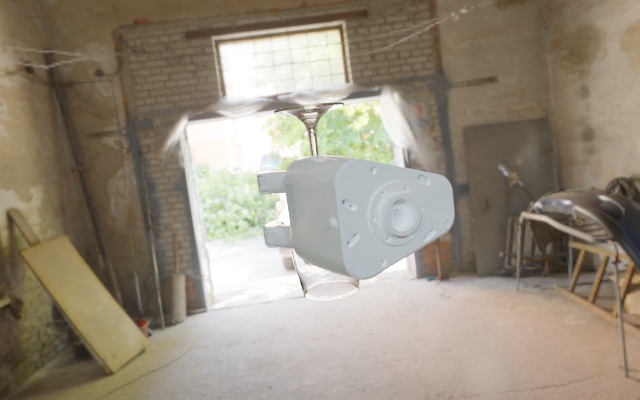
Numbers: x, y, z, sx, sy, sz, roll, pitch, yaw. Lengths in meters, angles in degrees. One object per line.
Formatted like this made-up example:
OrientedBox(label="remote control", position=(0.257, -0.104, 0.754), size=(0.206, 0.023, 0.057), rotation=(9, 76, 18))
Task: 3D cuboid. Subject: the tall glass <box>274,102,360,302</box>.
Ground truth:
OrientedBox(label="tall glass", position=(0.000, 0.001, 0.508), size=(0.079, 0.201, 0.079), rotation=(-7, 7, 1))
